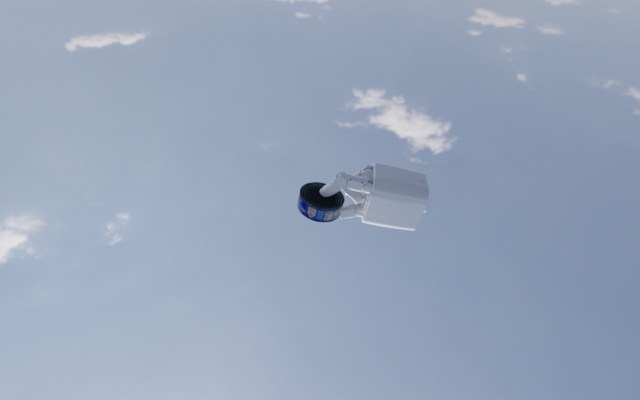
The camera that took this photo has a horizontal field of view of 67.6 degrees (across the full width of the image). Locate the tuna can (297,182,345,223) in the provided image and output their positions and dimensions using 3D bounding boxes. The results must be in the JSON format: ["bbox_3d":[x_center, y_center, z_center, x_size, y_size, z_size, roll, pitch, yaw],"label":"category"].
[{"bbox_3d":[0.000,0.003,0.898,0.086,0.034,0.086,10,35,-7],"label":"tuna can"}]
